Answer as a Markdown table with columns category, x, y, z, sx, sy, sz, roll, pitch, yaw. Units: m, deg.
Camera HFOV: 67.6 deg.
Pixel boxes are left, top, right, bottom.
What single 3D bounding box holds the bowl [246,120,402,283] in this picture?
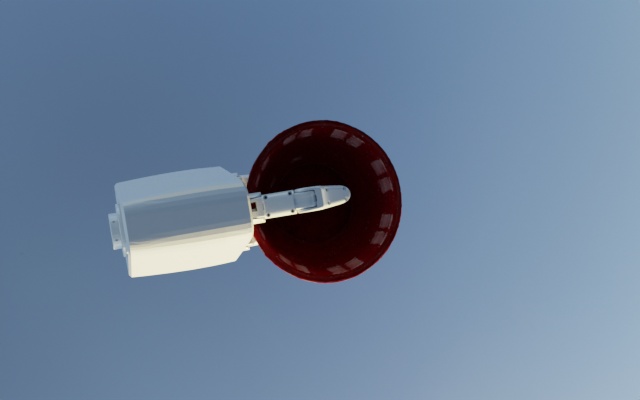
| category | x | y | z | sx | sy | sz | roll | pitch | yaw |
| --- | --- | --- | --- | --- | --- | --- | --- | --- | --- |
| bowl | 0.001 | 0.002 | 0.496 | 0.162 | 0.162 | 0.055 | 0 | -3 | -16 |
